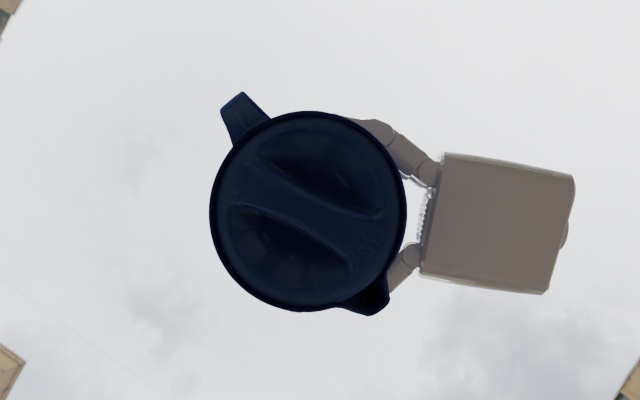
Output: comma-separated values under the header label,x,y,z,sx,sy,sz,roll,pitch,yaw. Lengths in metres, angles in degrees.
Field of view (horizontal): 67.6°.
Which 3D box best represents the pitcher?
label,x,y,z,sx,sy,sz,roll,pitch,yaw
pitcher,0.000,0.001,0.426,0.145,0.149,0.243,7,-1,8
